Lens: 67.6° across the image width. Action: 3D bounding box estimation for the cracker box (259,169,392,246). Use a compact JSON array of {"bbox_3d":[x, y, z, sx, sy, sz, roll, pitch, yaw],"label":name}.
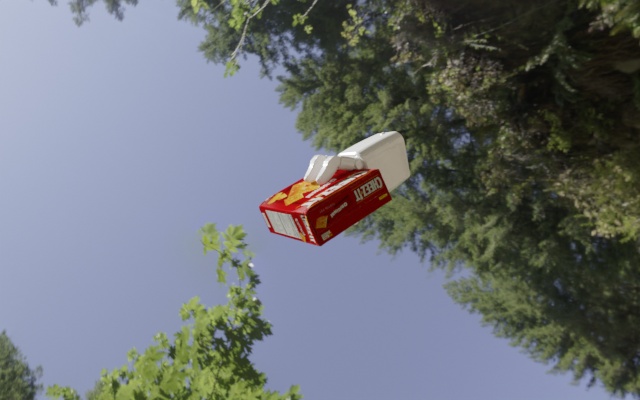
[{"bbox_3d":[0.000,0.003,0.887,0.164,0.072,0.213,-32,17,-23],"label":"cracker box"}]
